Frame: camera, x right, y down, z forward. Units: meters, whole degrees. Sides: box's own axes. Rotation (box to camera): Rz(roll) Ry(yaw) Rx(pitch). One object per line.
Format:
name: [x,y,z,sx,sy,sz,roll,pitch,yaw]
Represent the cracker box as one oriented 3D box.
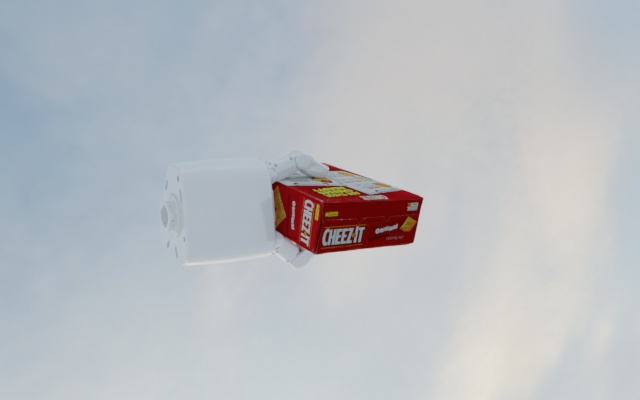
cracker box: [0.000,0.002,0.641,0.164,0.072,0.213,-3,17,-36]
